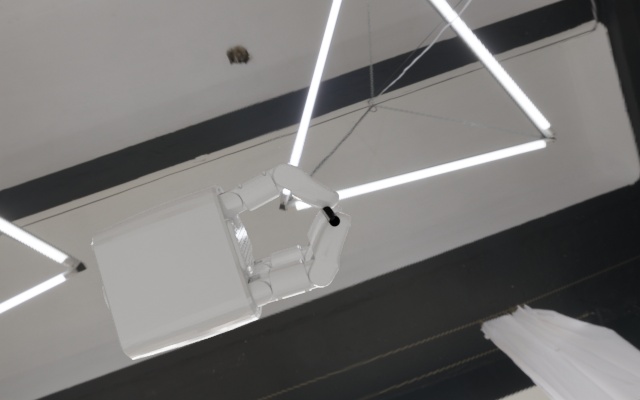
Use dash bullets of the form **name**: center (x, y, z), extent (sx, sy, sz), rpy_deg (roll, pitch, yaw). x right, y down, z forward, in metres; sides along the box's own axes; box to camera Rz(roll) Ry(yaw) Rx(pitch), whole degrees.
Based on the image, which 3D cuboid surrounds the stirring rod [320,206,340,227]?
- **stirring rod**: center (0.000, 0.002, 0.459), extent (0.011, 0.011, 0.239), rpy_deg (0, 6, -5)
